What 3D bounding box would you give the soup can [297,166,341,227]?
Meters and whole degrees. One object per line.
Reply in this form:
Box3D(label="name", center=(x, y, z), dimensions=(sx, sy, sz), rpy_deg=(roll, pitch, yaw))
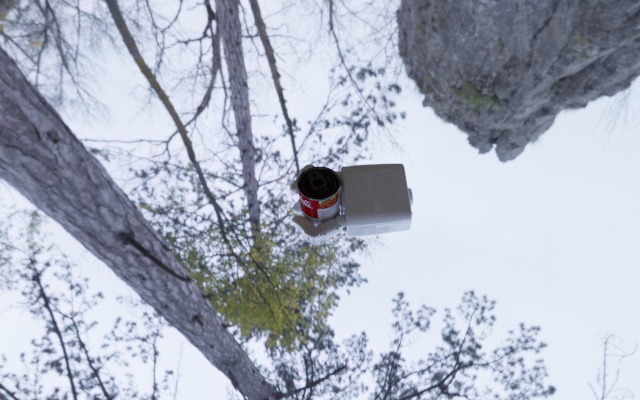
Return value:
Box3D(label="soup can", center=(0.000, 0.003, 0.779), dimensions=(0.068, 0.068, 0.102), rpy_deg=(0, -37, 4))
